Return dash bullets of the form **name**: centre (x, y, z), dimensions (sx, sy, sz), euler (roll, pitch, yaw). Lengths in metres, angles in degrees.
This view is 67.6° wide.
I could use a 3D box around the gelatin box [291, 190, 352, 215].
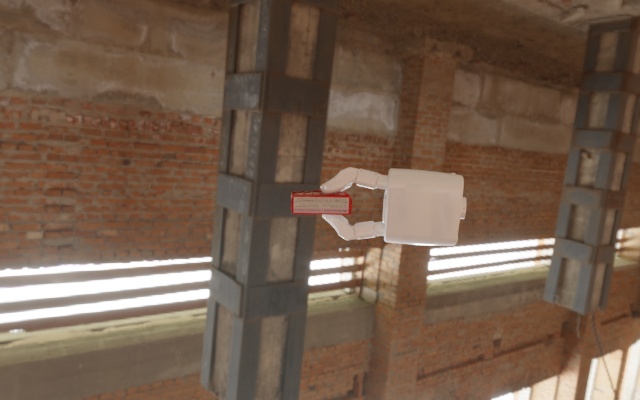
- **gelatin box**: centre (0.000, 0.003, 0.722), dimensions (0.089, 0.030, 0.073), euler (0, 7, -3)
